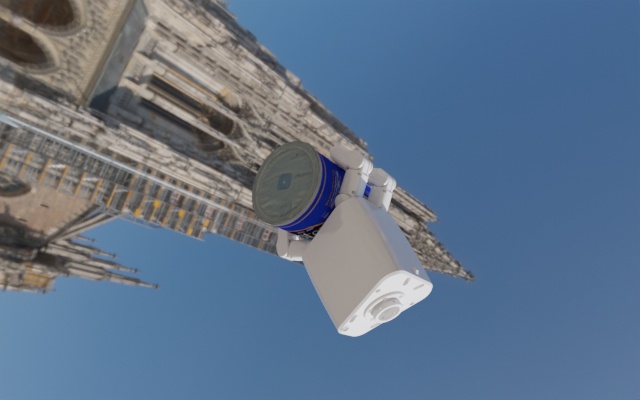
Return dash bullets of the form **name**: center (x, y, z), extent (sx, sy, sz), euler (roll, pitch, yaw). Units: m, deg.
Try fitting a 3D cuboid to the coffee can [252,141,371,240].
- **coffee can**: center (0.000, 0.002, 0.592), extent (0.103, 0.102, 0.140), euler (0, -20, 40)
